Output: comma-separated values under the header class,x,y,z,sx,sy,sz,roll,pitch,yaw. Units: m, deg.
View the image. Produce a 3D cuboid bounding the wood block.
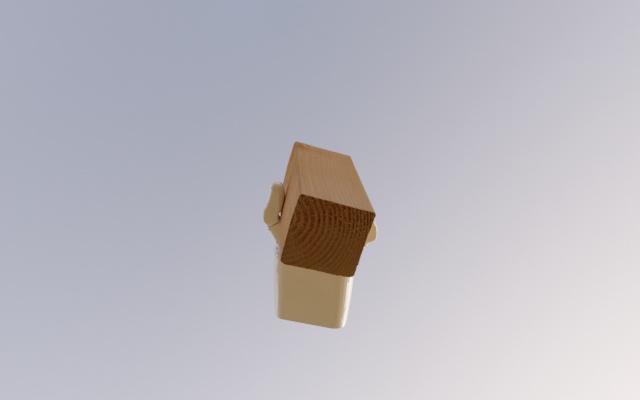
class,x,y,z,sx,sy,sz,roll,pitch,yaw
wood block,0.000,0.002,0.626,0.091,0.090,0.206,13,21,-10
